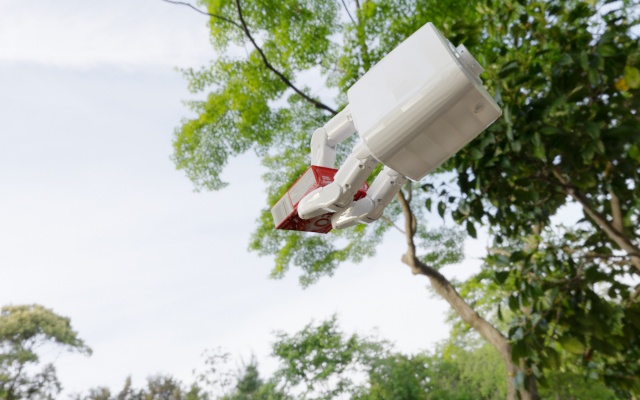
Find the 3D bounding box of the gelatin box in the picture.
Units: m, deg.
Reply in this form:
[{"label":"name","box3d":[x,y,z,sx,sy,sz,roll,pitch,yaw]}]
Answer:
[{"label":"gelatin box","box3d":[0.000,0.002,0.523,0.073,0.030,0.089,9,-39,-38]}]
